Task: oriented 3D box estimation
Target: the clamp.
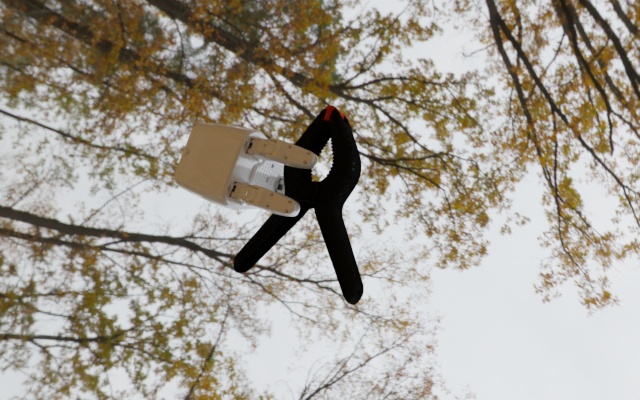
[{"bbox_3d":[0.000,0.001,0.514,0.164,0.210,0.036,17,-6,34],"label":"clamp"}]
